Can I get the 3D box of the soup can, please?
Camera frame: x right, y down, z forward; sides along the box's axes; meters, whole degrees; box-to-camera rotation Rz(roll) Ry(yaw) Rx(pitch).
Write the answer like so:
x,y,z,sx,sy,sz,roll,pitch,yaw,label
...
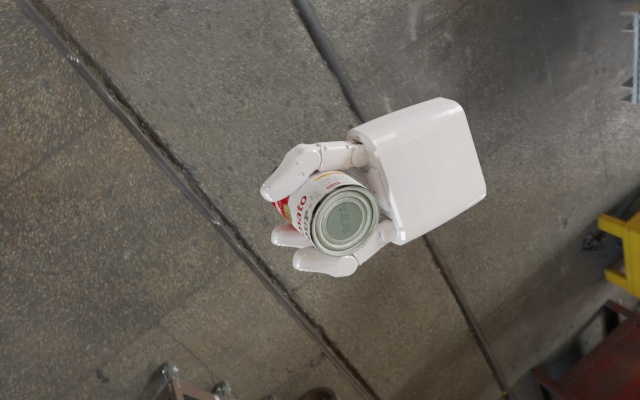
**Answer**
x,y,z,sx,sy,sz,roll,pitch,yaw,label
0.000,0.002,0.442,0.068,0.068,0.102,0,20,-28,soup can
